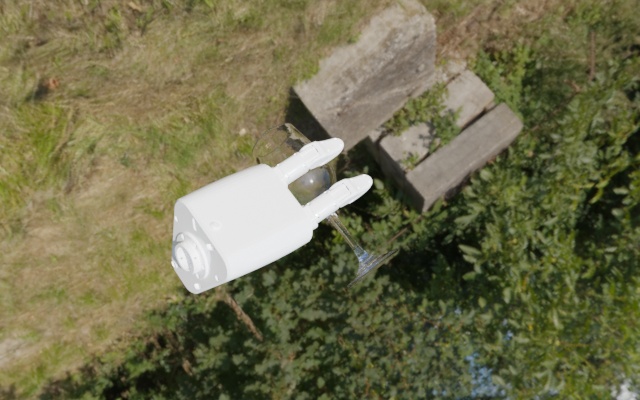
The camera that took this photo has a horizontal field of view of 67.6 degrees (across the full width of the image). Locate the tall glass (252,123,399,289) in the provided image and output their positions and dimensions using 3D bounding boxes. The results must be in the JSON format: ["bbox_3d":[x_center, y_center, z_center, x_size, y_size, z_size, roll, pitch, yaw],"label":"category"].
[{"bbox_3d":[0.001,0.002,0.565,0.079,0.201,0.079,-35,-14,-10],"label":"tall glass"}]
